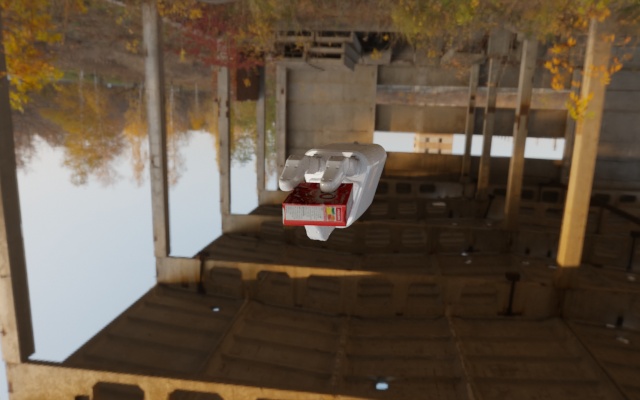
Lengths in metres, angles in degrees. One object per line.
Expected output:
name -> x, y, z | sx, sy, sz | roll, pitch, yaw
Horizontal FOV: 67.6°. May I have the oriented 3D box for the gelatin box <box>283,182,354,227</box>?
gelatin box -> 0.000, 0.002, 0.572 | 0.073, 0.030, 0.089 | 2, 19, 10
